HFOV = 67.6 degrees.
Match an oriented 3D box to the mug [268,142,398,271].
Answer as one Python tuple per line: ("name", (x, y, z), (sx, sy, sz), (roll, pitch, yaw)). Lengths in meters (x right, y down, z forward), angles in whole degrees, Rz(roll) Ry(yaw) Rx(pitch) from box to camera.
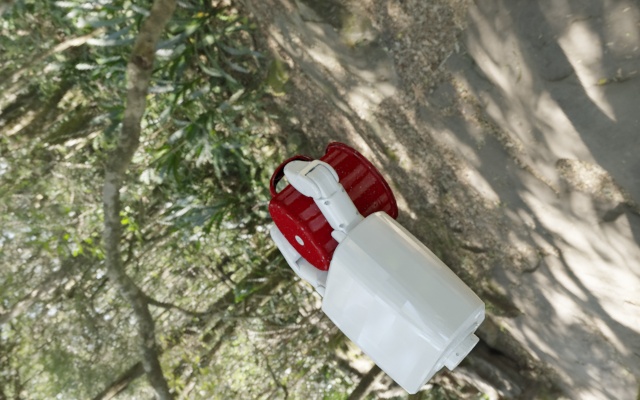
("mug", (-0.001, 0.001, 0.433), (0.117, 0.081, 0.093), (41, -19, 26))
